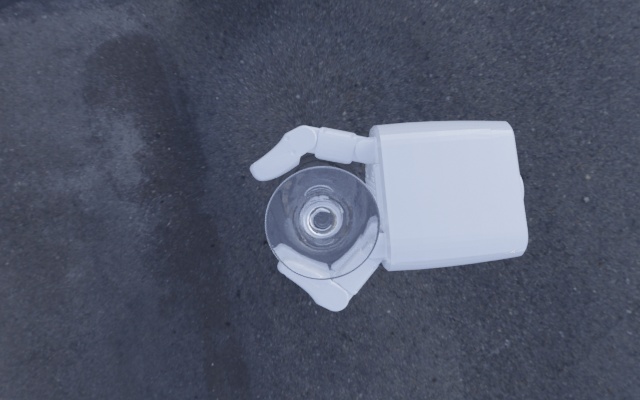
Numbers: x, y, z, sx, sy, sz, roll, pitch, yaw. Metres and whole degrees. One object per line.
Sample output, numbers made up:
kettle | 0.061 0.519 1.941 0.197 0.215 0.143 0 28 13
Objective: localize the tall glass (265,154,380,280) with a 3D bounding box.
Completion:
tall glass | 0.000 0.001 0.403 0.079 0.079 0.201 0 8 -1
